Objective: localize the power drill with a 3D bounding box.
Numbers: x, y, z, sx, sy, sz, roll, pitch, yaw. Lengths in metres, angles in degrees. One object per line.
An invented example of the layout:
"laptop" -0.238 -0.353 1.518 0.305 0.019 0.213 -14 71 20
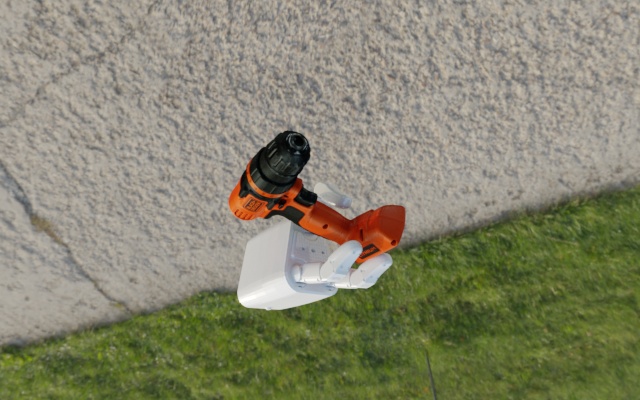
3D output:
"power drill" 0.000 0.002 0.545 0.188 0.057 0.184 26 -28 -16
